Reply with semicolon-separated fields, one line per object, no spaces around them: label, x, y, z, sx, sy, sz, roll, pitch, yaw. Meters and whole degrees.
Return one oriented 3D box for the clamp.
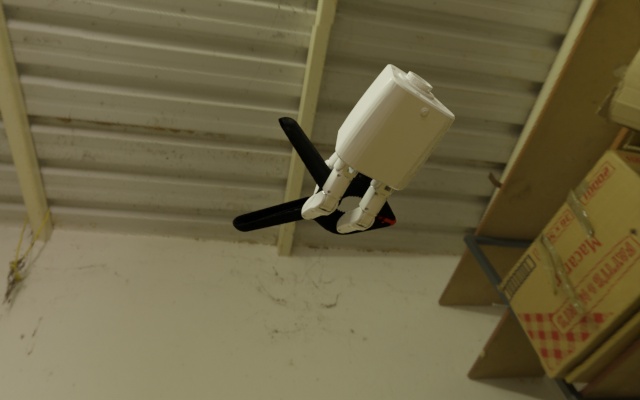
clamp;0.001;0.002;0.620;0.210;0.165;0.036;24;27;-25
